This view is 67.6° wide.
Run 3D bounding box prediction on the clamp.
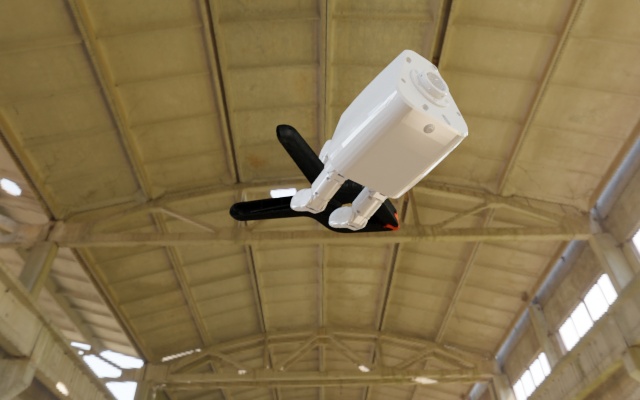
[{"bbox_3d":[0.001,0.001,0.592,0.210,0.036,0.165,23,-44,-25],"label":"clamp"}]
